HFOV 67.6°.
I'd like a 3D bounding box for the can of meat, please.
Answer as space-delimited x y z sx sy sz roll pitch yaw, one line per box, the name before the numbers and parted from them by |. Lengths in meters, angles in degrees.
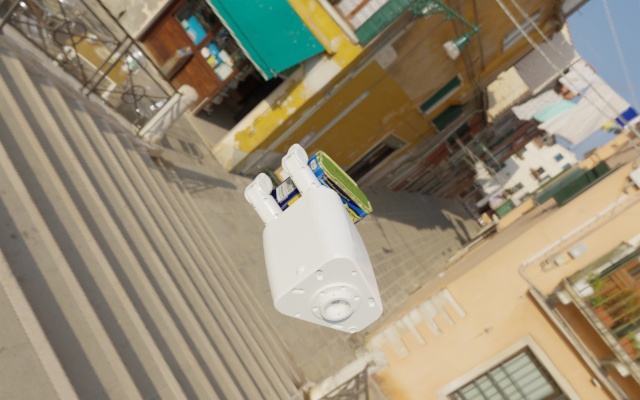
can of meat | 0.000 0.002 0.578 0.102 0.084 0.057 42 19 -29
